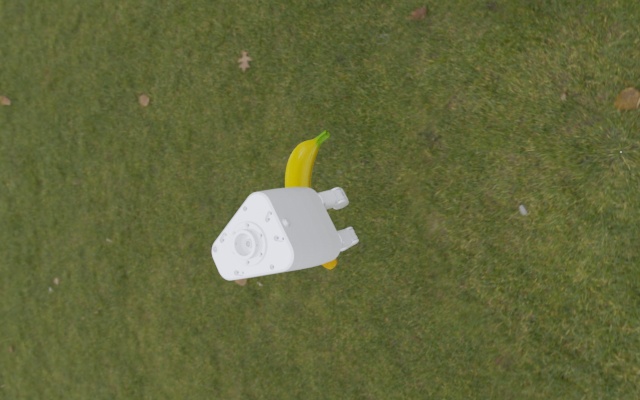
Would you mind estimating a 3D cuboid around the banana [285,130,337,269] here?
[{"bbox_3d":[-0.017,0.000,0.682,0.069,0.198,0.037,-5,-3,26],"label":"banana"}]
